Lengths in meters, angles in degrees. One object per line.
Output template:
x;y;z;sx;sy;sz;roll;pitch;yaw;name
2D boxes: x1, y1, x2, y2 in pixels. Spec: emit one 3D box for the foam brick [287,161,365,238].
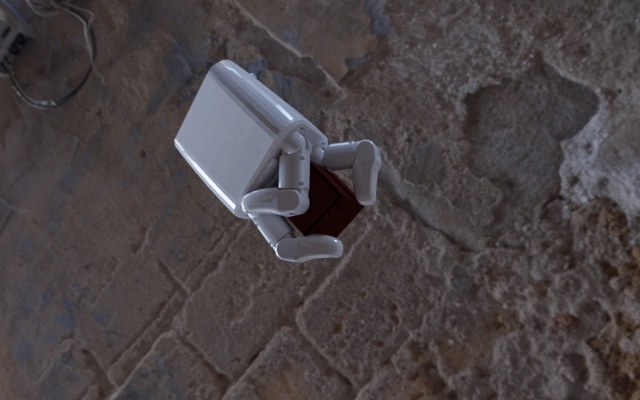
0.000;0.002;0.460;0.051;0.053;0.078;45;9;20;foam brick
